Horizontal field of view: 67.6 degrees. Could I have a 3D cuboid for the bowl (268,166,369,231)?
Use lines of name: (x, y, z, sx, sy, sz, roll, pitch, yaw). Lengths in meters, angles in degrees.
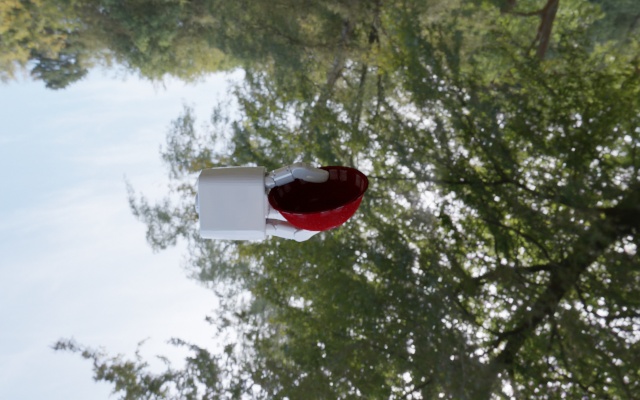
bowl: (0.001, 0.003, 0.763, 0.162, 0.055, 0.162, -9, 27, 5)
